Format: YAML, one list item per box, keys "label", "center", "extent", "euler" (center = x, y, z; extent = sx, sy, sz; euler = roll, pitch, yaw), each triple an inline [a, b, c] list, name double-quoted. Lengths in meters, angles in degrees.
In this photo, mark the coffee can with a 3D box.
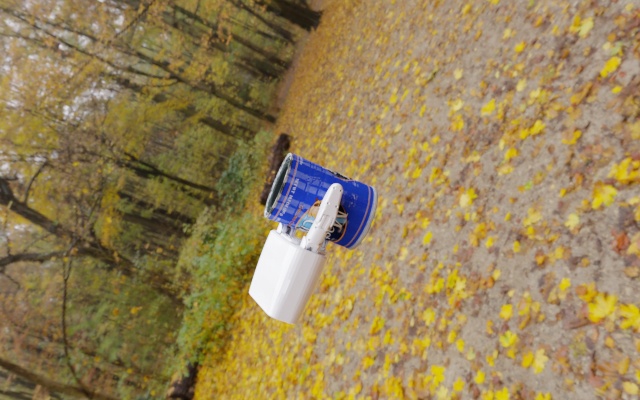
- label: "coffee can"
  center: [0.000, 0.002, 0.713]
  extent: [0.140, 0.103, 0.103]
  euler: [22, -5, -13]
